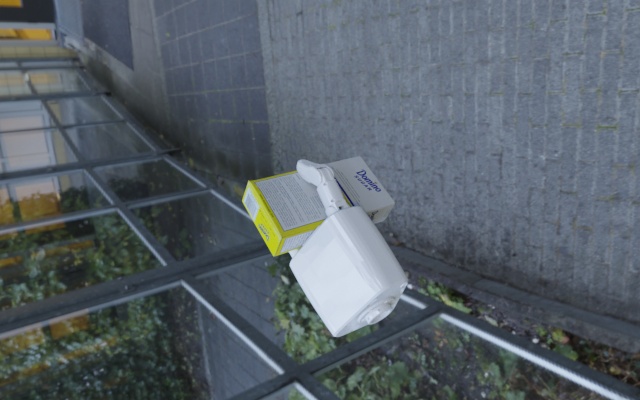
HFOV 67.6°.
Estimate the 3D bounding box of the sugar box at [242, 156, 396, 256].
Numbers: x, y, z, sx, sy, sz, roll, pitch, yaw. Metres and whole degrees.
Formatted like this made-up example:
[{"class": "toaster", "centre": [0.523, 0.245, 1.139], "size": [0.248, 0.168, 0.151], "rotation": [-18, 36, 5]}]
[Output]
[{"class": "sugar box", "centre": [0.000, 0.002, 0.612], "size": [0.176, 0.093, 0.048], "rotation": [-13, -33, -34]}]
